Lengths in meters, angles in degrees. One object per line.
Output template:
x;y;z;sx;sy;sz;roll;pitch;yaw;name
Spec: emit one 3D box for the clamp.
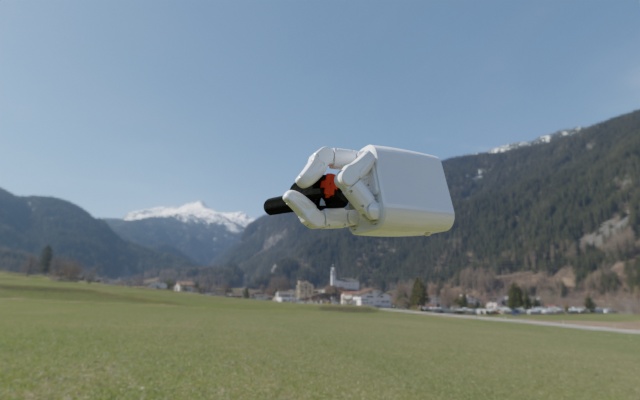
0.000;0.002;0.659;0.120;0.039;0.171;5;-12;-23;clamp
